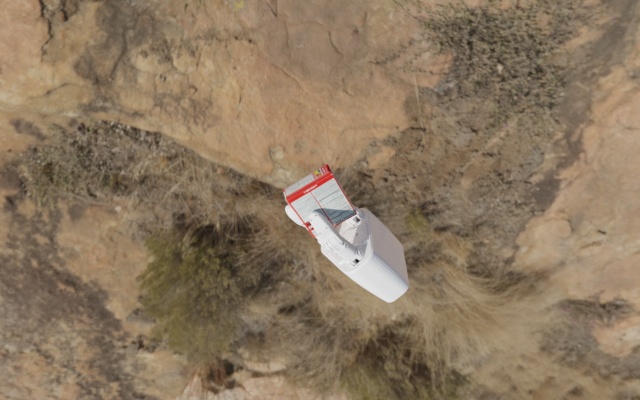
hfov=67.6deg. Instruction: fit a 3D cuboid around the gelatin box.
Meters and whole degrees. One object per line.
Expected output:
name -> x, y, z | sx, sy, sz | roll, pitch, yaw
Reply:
gelatin box -> 0.000, 0.002, 0.676 | 0.073, 0.089, 0.030 | -30, 39, 5
